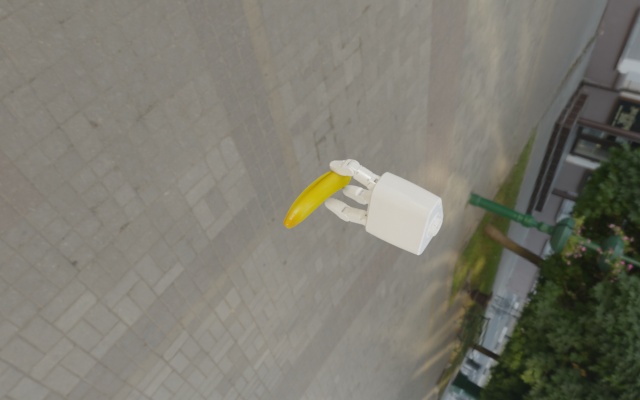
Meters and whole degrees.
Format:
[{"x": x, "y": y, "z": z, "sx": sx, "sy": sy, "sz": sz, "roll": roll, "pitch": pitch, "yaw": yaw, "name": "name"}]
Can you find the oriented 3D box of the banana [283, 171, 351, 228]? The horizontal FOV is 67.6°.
[{"x": 0.006, "y": -0.014, "z": 0.849, "sx": 0.037, "sy": 0.070, "sz": 0.197, "roll": 29, "pitch": 36, "yaw": 22, "name": "banana"}]
